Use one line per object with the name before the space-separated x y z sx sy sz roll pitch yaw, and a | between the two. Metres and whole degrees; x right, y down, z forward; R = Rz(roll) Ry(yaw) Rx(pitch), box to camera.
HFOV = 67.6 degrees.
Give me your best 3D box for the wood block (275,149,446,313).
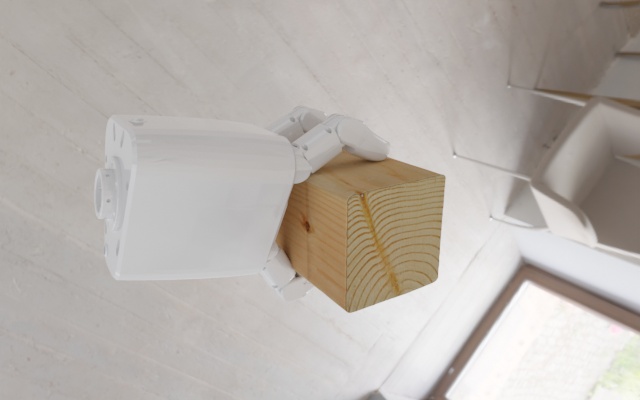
wood block | 0.000 0.002 0.420 0.090 0.091 0.206 -13 24 -30
